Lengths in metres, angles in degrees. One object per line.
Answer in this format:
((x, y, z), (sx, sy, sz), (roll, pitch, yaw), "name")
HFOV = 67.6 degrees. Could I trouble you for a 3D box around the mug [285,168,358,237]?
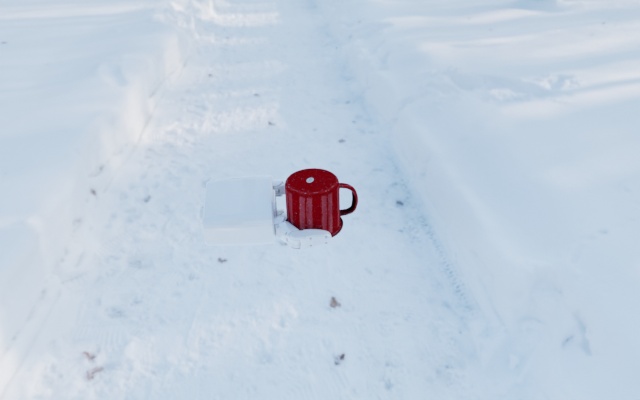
((0.002, 0.002, 0.729), (0.117, 0.081, 0.093), (-6, 32, -6), "mug")
